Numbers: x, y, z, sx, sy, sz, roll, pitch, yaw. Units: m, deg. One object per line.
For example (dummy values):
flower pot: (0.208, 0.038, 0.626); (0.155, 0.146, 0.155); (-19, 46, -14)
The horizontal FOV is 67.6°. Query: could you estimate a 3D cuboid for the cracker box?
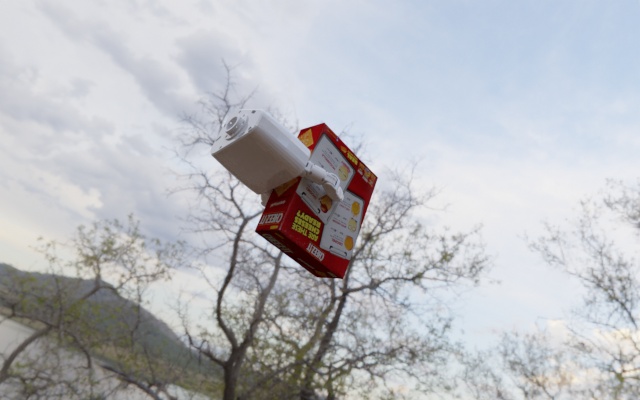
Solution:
cracker box: (0.000, 0.003, 0.818); (0.072, 0.213, 0.164); (-7, -39, 45)
